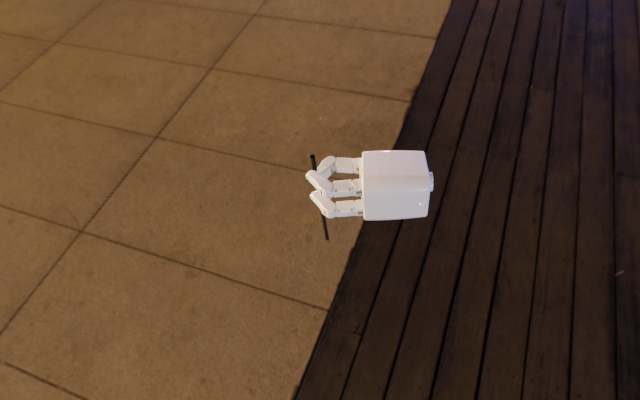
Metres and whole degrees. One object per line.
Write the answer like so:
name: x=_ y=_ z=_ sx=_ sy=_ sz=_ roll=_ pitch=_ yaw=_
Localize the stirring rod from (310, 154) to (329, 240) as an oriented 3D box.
stirring rod: x=0.000 y=0.003 z=0.856 sx=0.011 sy=0.011 sz=0.240 roll=0 pitch=-37 yaw=8
